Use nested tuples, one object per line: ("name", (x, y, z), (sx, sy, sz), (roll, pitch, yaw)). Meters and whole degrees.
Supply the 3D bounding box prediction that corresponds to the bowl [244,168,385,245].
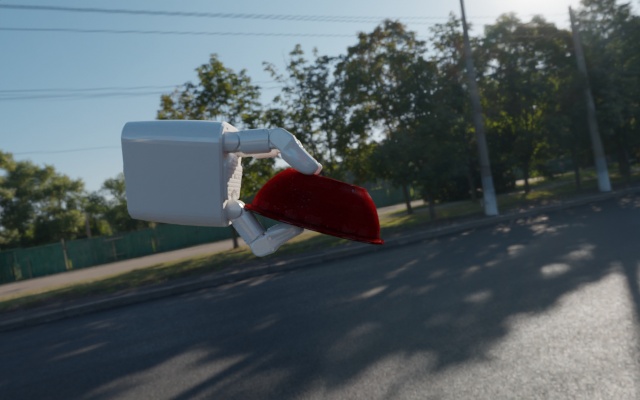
("bowl", (0.001, 0.002, 0.534), (0.162, 0.055, 0.162), (15, 1, 0))
